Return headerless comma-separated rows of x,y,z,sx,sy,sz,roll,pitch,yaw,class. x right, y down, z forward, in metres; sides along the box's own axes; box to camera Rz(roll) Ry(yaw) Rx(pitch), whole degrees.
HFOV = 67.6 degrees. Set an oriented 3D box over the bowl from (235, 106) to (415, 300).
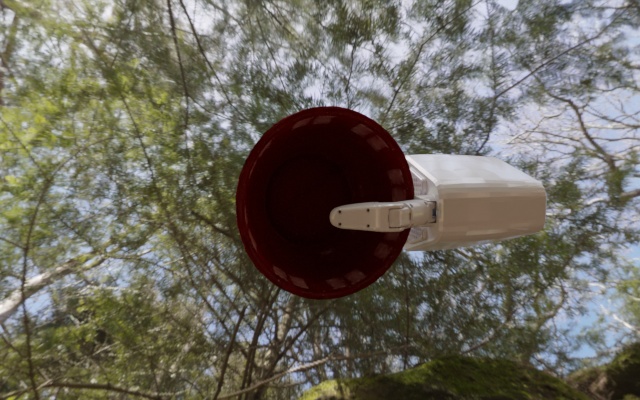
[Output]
-0.001,0.001,0.420,0.162,0.162,0.055,0,5,-22,bowl
